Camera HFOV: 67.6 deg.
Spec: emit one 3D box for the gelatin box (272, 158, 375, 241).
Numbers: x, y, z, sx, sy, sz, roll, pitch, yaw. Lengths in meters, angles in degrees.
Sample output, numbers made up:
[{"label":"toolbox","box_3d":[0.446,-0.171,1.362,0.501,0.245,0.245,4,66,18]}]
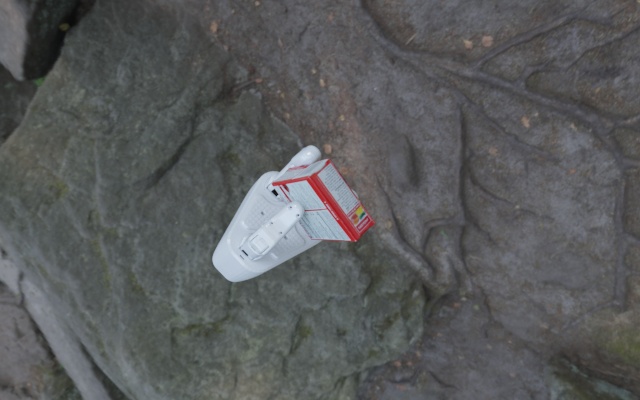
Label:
[{"label":"gelatin box","box_3d":[0.000,0.002,0.448,0.030,0.073,0.089,-43,16,-23]}]
